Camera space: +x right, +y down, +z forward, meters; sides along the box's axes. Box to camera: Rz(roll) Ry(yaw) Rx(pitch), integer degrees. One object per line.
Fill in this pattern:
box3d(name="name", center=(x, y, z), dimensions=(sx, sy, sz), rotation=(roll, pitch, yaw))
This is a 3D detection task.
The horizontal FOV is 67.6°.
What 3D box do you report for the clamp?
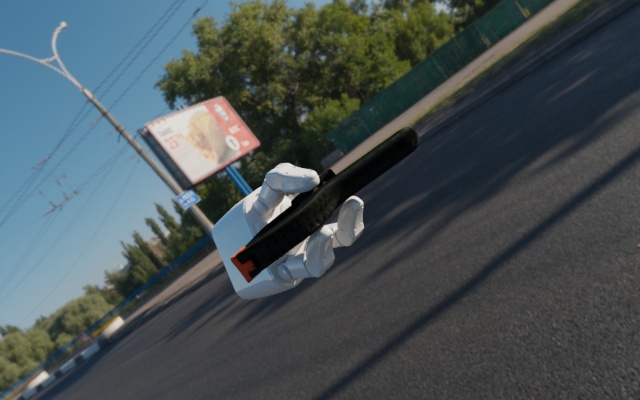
box3d(name="clamp", center=(-0.001, 0.001, 0.475), dimensions=(0.210, 0.036, 0.164), rotation=(-42, 8, -38))
